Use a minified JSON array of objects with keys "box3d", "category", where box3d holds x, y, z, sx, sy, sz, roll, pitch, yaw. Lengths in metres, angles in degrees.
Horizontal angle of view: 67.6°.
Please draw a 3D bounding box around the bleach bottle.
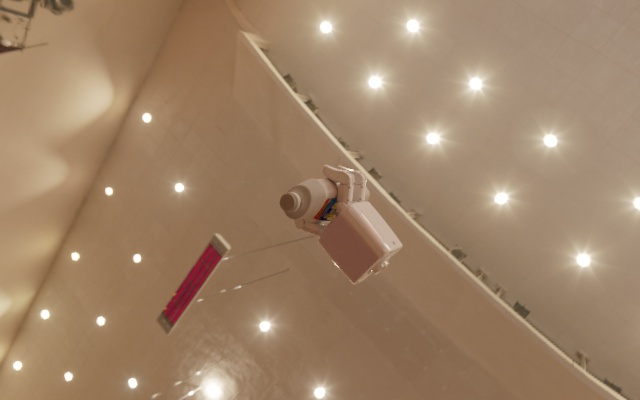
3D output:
[{"box3d":[0.000,0.003,0.869,0.102,0.068,0.251,-46,-18,22],"category":"bleach bottle"}]
